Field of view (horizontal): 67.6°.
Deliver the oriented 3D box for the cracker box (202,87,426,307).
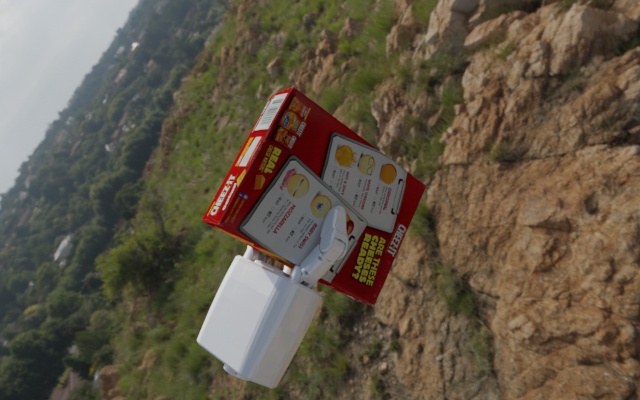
[{"bbox_3d":[0.000,0.002,0.548,0.214,0.164,0.072,32,-13,-28],"label":"cracker box"}]
